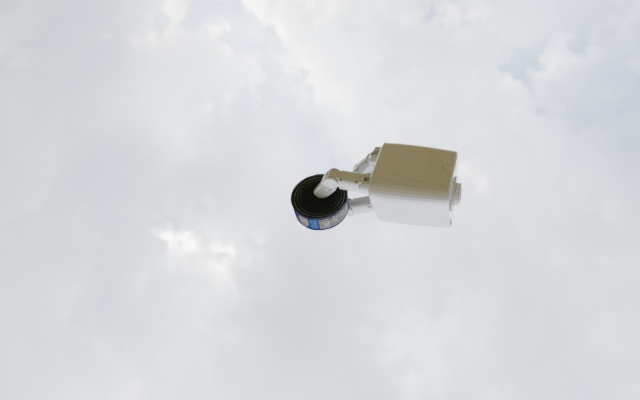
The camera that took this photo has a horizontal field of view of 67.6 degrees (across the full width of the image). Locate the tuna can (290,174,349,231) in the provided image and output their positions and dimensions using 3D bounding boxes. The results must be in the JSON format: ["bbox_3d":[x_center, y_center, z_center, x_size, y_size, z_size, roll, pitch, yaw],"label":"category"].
[{"bbox_3d":[0.000,0.003,0.717,0.086,0.086,0.034,0,-39,11],"label":"tuna can"}]
